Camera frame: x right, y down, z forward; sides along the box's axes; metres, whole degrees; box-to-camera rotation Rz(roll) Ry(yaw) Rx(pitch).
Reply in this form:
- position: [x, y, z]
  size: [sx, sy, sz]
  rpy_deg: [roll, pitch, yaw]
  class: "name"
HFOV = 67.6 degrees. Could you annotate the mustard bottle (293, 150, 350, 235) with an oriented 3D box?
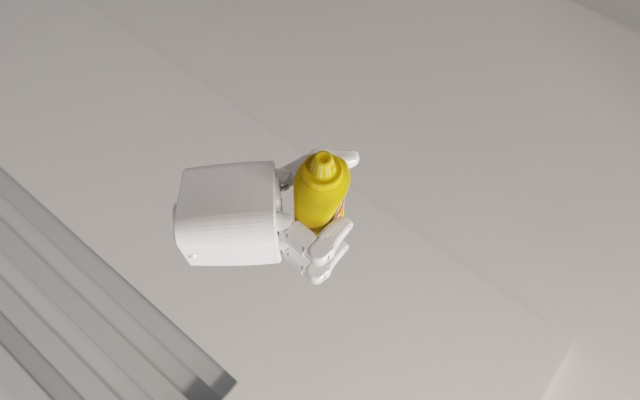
- position: [0.000, 0.002, 0.545]
  size: [0.058, 0.096, 0.192]
  rpy_deg: [19, -26, 8]
  class: "mustard bottle"
